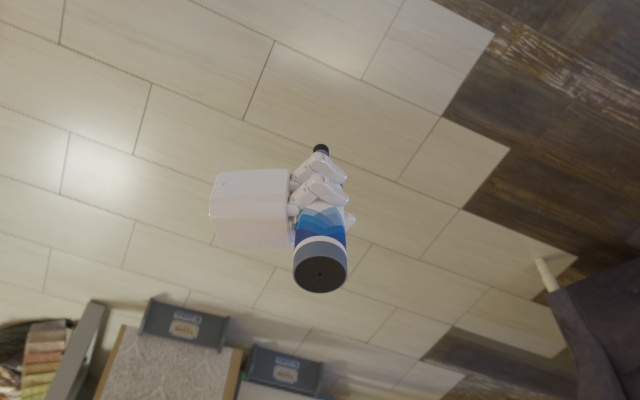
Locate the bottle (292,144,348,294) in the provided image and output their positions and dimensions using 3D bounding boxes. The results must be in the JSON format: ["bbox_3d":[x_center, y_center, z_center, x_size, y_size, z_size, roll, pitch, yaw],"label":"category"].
[{"bbox_3d":[0.000,0.002,0.690,0.069,0.069,0.295,0,36,0],"label":"bottle"}]
